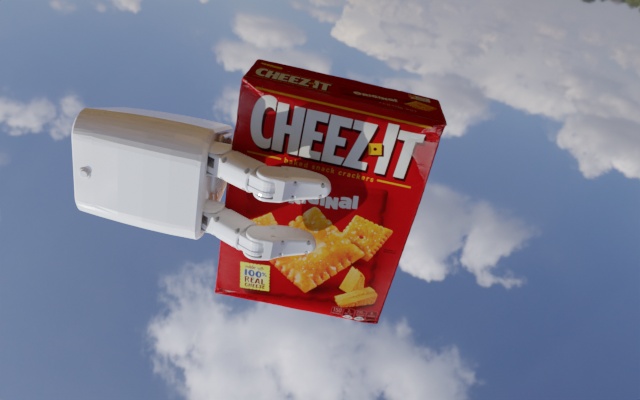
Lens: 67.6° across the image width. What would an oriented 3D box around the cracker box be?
[{"bbox_3d":[0.000,0.001,0.433,0.164,0.214,0.072,12,29,-2],"label":"cracker box"}]
